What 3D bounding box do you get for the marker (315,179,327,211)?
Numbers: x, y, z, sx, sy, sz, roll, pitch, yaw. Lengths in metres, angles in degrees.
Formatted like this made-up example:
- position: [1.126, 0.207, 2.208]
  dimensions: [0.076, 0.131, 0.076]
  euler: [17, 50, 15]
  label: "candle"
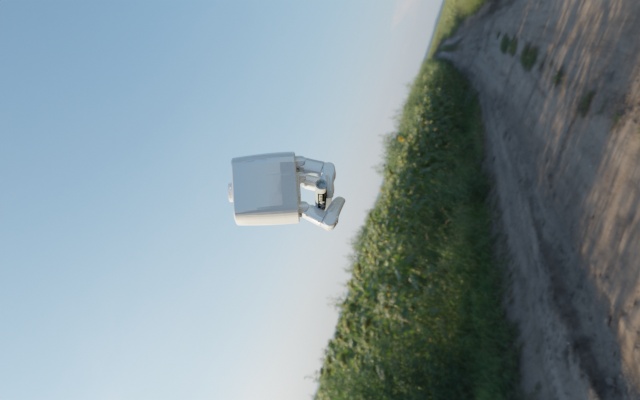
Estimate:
- position: [0.000, 0.003, 0.774]
  dimensions: [0.020, 0.020, 0.121]
  euler: [0, -27, -1]
  label: "marker"
